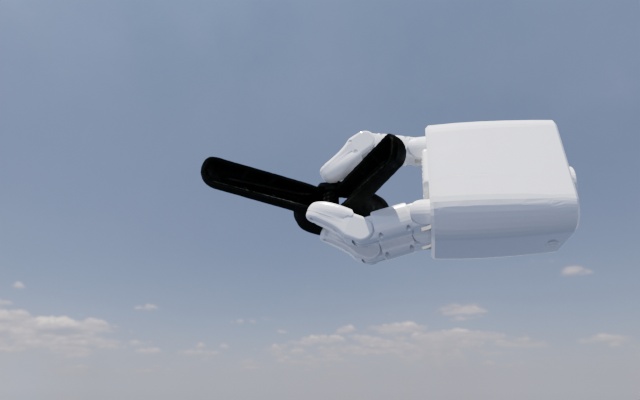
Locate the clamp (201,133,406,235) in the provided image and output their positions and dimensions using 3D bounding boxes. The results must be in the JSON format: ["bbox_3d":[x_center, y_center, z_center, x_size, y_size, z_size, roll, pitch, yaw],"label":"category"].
[{"bbox_3d":[0.000,0.001,0.442,0.164,0.036,0.210,-1,-21,12],"label":"clamp"}]
